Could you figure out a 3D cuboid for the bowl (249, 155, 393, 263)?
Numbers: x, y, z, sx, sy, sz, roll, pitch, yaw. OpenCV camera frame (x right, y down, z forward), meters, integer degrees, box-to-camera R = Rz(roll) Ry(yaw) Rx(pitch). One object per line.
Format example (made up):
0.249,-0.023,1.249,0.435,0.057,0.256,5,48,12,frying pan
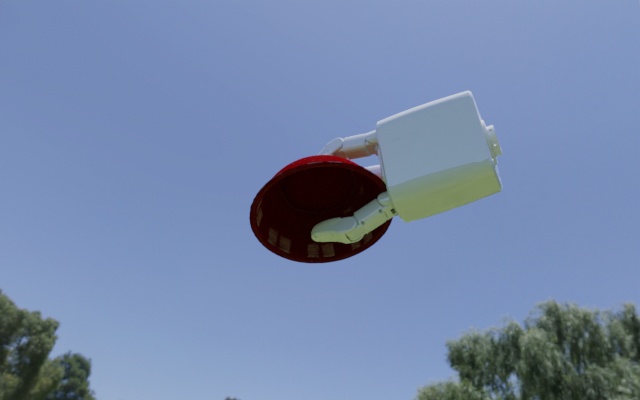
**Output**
-0.001,0.002,0.549,0.162,0.162,0.055,0,44,-8,bowl
